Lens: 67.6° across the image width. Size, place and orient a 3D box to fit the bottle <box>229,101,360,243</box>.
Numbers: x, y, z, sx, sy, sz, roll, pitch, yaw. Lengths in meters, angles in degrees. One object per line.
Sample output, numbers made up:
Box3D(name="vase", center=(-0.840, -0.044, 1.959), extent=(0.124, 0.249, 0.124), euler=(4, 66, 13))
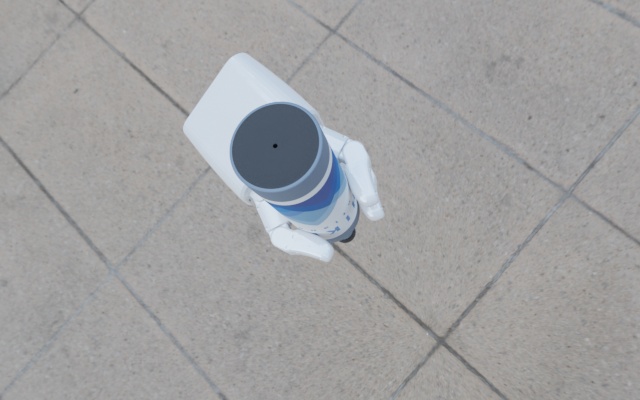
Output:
Box3D(name="bottle", center=(0.000, 0.002, 0.461), extent=(0.069, 0.069, 0.296), euler=(0, -15, 13))
